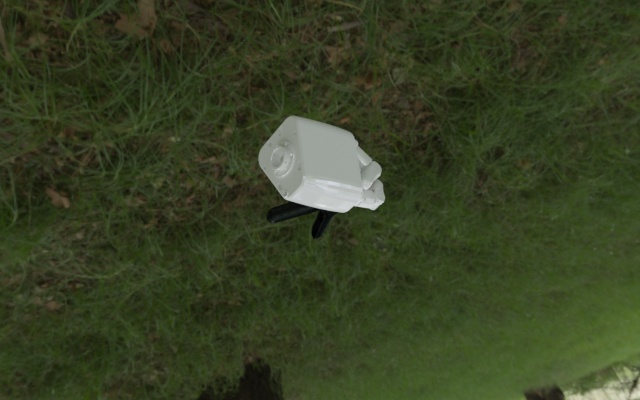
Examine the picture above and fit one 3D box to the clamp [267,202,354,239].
[{"bbox_3d":[0.000,0.003,0.747,0.120,0.039,0.171,11,-43,-42],"label":"clamp"}]
